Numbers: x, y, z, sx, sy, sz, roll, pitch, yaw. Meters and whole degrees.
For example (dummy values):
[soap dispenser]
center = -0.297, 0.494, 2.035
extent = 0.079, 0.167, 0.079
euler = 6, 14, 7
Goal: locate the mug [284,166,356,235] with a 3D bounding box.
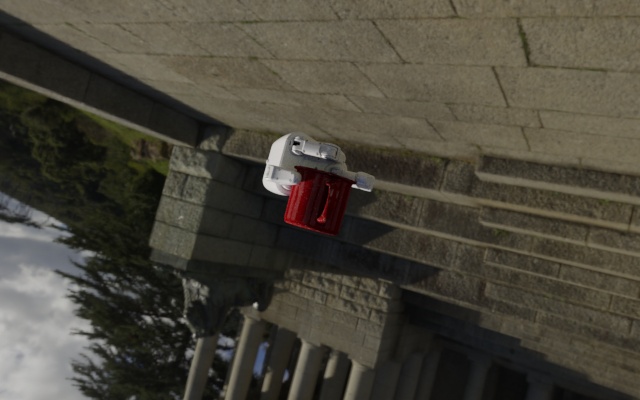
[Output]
[mug]
center = 0.001, 0.002, 0.671
extent = 0.093, 0.081, 0.117
euler = 16, -2, -18
